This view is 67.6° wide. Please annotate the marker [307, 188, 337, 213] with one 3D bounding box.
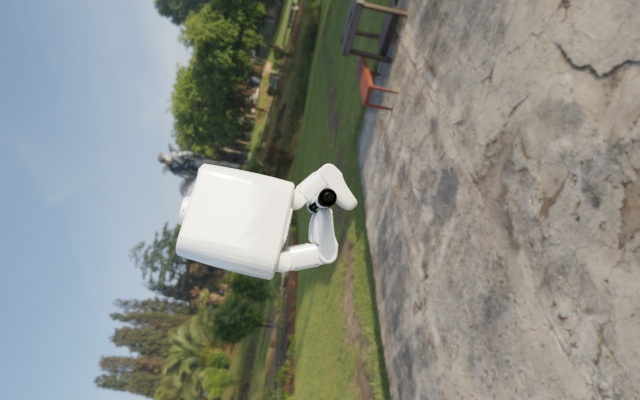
[{"bbox_3d":[0.000,0.002,0.531,0.020,0.020,0.121,0,-5,-8],"label":"marker"}]
